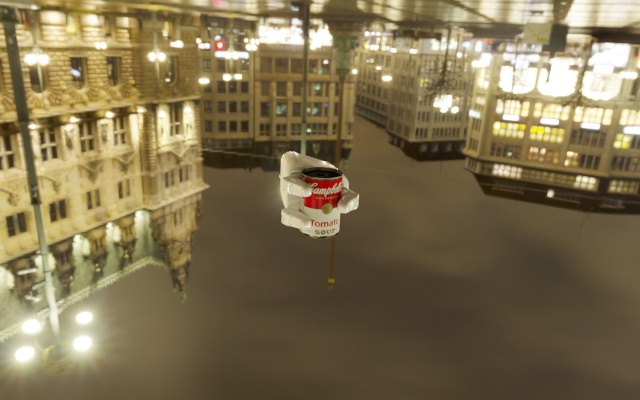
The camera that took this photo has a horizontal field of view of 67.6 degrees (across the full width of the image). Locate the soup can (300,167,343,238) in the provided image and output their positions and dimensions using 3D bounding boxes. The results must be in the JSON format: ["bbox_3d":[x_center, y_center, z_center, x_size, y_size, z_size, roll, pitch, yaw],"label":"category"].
[{"bbox_3d":[0.000,0.003,0.781,0.068,0.102,0.068,3,19,-1],"label":"soup can"}]
